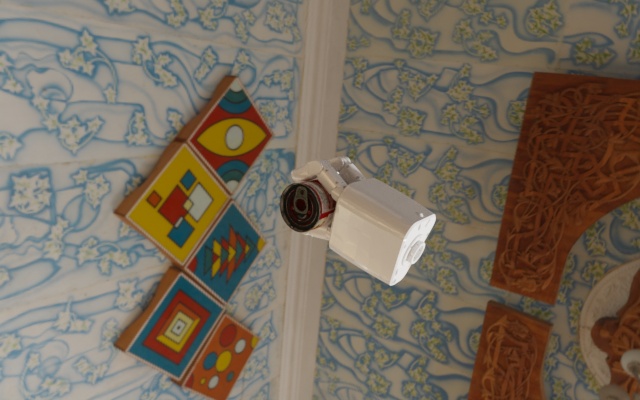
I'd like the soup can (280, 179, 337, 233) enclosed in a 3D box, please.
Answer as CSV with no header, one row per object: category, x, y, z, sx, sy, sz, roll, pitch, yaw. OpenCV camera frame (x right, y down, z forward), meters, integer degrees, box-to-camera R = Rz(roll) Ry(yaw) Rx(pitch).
soup can,0.000,0.002,0.681,0.068,0.068,0.102,0,9,35
